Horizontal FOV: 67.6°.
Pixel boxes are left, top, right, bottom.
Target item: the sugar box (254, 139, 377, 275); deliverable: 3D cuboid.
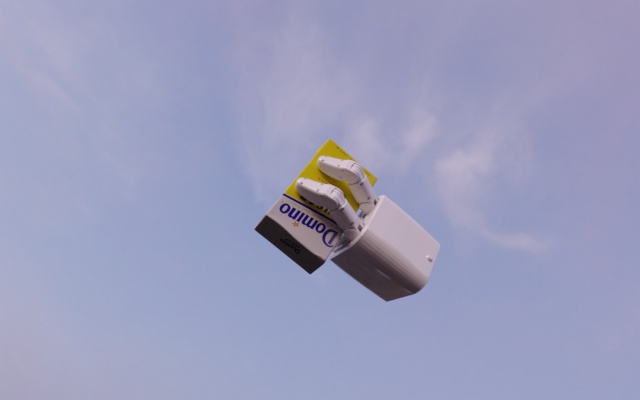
[{"bbox_3d":[0.001,0.002,0.627,0.048,0.093,0.176,-47,6,45],"label":"sugar box"}]
